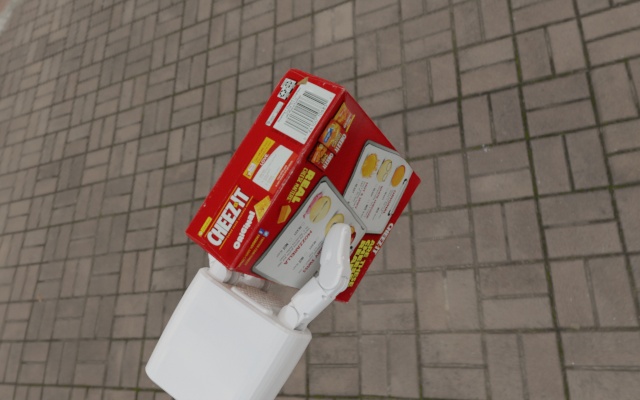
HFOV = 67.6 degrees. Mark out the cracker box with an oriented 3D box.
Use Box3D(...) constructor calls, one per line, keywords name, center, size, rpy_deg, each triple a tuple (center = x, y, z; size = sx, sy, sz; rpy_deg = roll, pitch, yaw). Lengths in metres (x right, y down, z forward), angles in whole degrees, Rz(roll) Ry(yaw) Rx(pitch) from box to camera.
Box3D(name="cracker box", center=(0.000, 0.002, 0.458), size=(0.072, 0.164, 0.214), rpy_deg=(31, -1, 32))
